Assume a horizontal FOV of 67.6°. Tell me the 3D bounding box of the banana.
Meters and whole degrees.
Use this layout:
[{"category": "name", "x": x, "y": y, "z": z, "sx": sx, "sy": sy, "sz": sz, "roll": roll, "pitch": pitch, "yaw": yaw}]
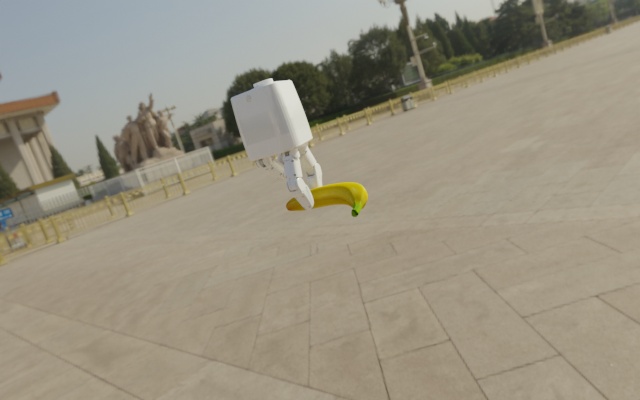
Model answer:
[{"category": "banana", "x": 0.016, "y": -0.004, "z": 0.776, "sx": 0.069, "sy": 0.037, "sz": 0.198, "roll": -26, "pitch": 14, "yaw": -31}]
